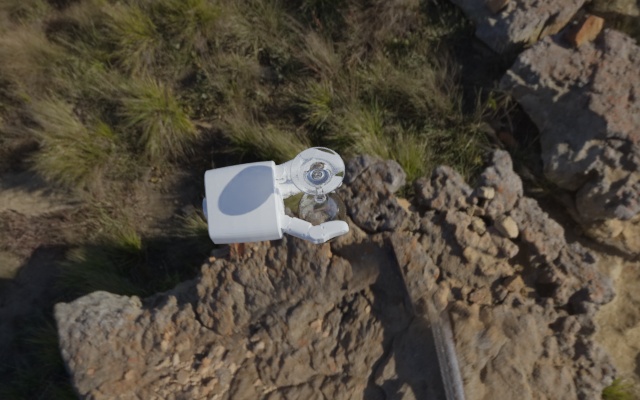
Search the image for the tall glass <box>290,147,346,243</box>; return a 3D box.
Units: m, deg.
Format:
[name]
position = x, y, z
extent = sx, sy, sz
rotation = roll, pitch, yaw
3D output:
[tall glass]
position = 0.000, 0.002, 0.729
extent = 0.079, 0.079, 0.201
rotation = 0, -25, 3
